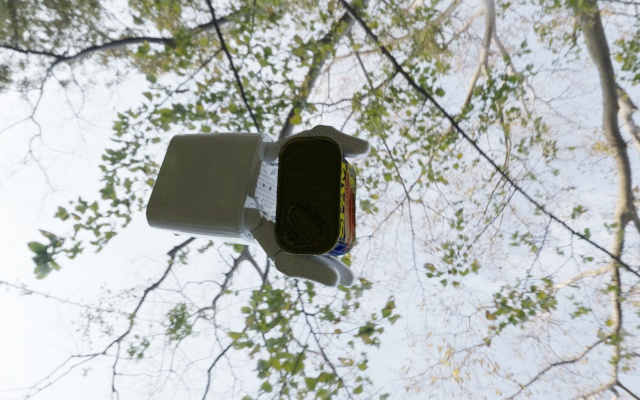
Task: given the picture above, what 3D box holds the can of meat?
[{"bbox_3d":[0.000,0.001,0.442,0.057,0.102,0.084,-1,-9,15],"label":"can of meat"}]
